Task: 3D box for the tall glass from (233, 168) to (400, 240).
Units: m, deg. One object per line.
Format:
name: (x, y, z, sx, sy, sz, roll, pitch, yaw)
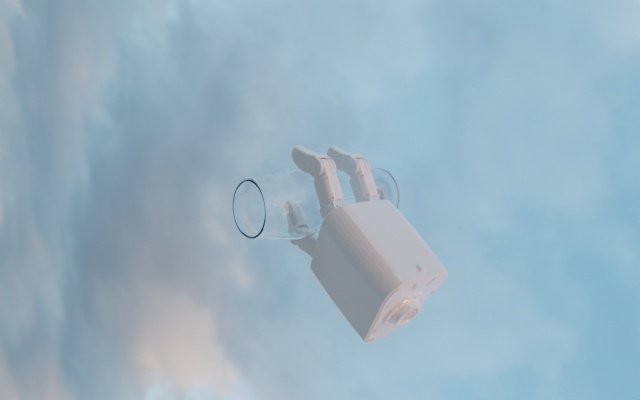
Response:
tall glass: (0.000, 0.002, 0.557, 0.201, 0.079, 0.079, -5, 3, -41)
